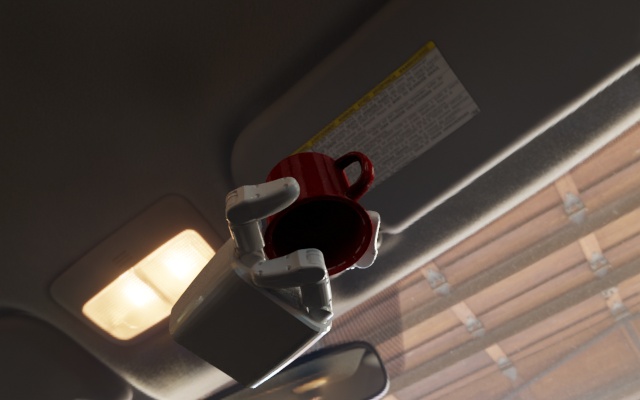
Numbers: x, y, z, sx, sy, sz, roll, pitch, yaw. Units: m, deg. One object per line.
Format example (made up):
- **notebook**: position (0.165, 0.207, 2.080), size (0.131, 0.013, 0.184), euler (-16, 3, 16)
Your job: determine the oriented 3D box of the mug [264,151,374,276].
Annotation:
- **mug**: position (0.001, 0.000, 0.427), size (0.093, 0.117, 0.081), euler (32, 25, -30)
